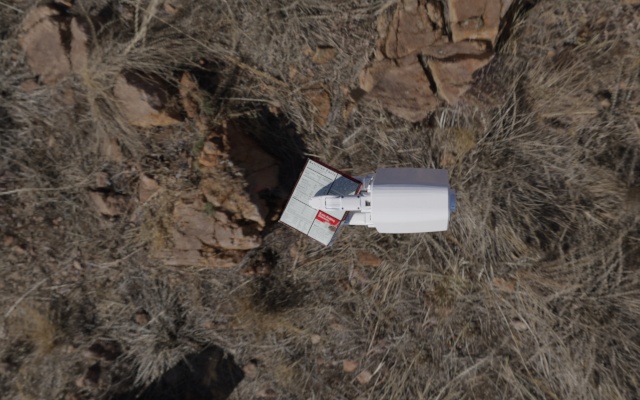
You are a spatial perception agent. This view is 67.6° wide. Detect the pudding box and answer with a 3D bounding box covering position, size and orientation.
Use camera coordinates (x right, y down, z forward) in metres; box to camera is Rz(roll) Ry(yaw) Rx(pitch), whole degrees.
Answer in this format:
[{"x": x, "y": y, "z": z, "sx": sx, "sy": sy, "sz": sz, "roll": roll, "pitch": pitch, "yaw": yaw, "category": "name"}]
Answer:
[{"x": 0.000, "y": 0.002, "z": 0.731, "sx": 0.090, "sy": 0.113, "sz": 0.039, "roll": 28, "pitch": 7, "yaw": 10, "category": "pudding box"}]
